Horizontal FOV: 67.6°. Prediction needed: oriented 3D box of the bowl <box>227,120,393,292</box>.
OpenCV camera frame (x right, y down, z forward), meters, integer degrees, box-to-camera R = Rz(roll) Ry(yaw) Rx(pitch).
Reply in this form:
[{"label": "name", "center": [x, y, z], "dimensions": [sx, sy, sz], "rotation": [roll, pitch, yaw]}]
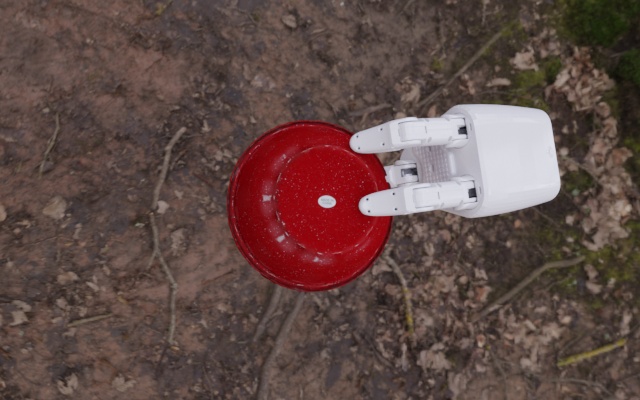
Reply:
[{"label": "bowl", "center": [-0.001, 0.002, 0.423], "dimensions": [0.162, 0.162, 0.055], "rotation": [0, -5, -15]}]
